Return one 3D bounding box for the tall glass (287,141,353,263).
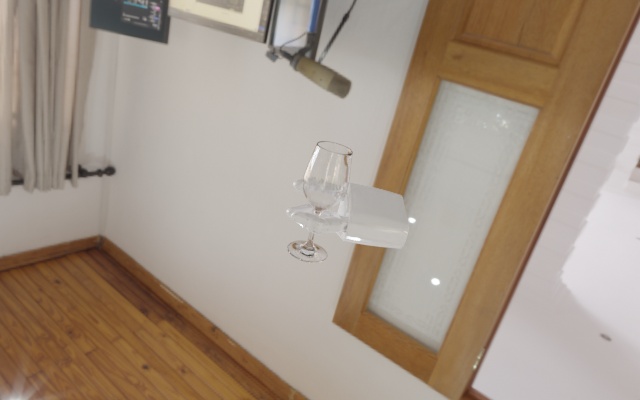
[{"bbox_3d":[0.000,0.003,0.819,0.079,0.201,0.079,12,22,-5],"label":"tall glass"}]
